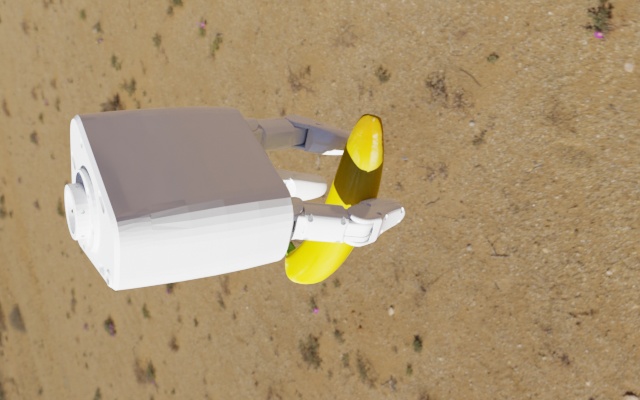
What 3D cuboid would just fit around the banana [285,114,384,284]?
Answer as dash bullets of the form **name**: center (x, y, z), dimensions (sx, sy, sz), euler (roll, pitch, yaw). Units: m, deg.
- **banana**: center (0.006, 0.018, 0.395), dimensions (0.037, 0.069, 0.198), euler (-7, -32, -33)
